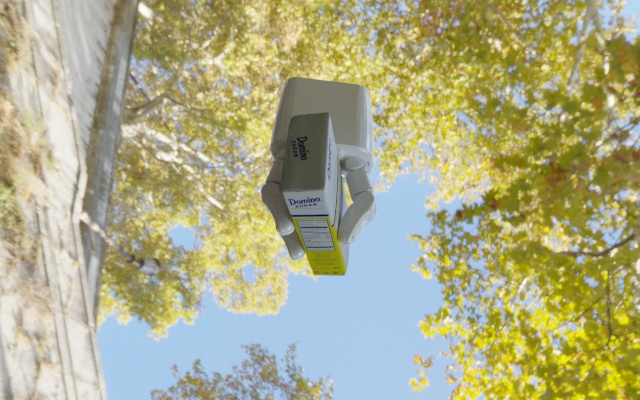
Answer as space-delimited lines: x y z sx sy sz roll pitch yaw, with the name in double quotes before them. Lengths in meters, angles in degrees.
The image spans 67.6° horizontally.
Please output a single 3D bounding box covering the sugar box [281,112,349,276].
"sugar box" 0.000 0.002 0.503 0.048 0.093 0.176 -3 -35 11
